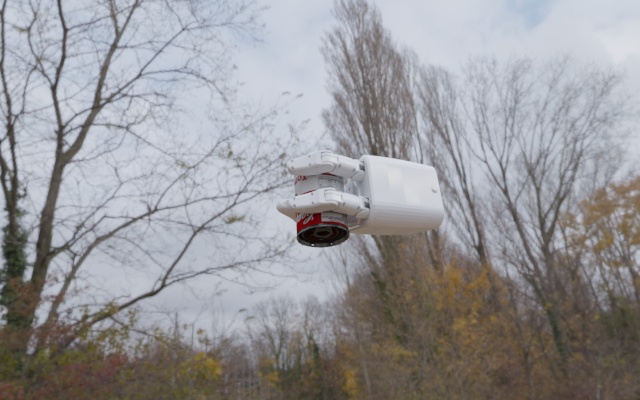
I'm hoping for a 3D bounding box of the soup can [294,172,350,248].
[{"bbox_3d":[0.000,0.002,0.627,0.068,0.102,0.068,-3,-28,-2],"label":"soup can"}]
